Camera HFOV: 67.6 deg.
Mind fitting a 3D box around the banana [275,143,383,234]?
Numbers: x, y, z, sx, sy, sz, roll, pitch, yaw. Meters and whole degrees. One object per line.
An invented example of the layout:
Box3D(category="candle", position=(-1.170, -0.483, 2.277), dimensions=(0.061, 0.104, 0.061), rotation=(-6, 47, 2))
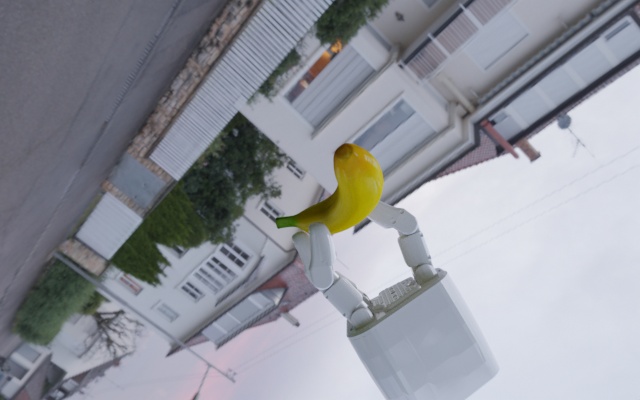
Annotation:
Box3D(category="banana", position=(0.016, 0.000, 0.418), dimensions=(0.069, 0.037, 0.198), rotation=(-7, -17, -21))
